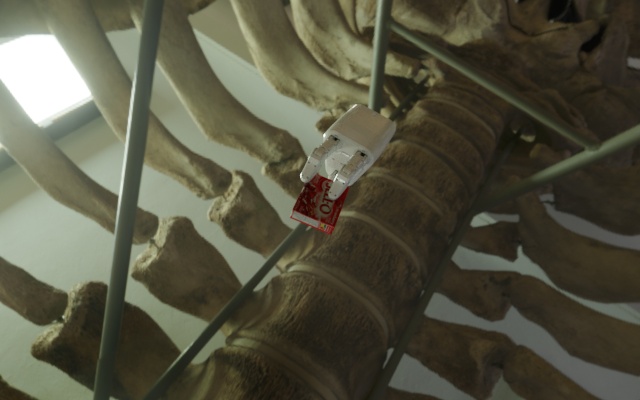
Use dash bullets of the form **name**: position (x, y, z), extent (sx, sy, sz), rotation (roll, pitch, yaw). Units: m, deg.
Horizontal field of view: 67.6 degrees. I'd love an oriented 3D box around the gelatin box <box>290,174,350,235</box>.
- **gelatin box**: position (0.000, 0.003, 0.782), extent (0.073, 0.089, 0.030), rotation (23, -36, 0)
